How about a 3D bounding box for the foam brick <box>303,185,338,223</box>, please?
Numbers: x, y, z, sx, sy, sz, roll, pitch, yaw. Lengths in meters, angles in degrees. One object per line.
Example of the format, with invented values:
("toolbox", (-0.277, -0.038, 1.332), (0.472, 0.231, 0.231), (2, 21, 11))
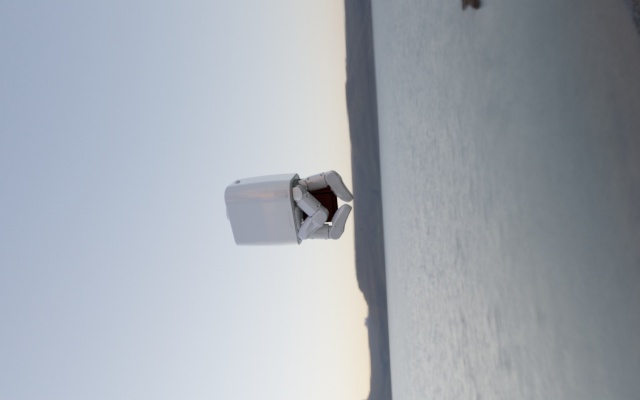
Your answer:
("foam brick", (0.000, 0.003, 0.800), (0.051, 0.053, 0.078), (-4, 13, 7))
